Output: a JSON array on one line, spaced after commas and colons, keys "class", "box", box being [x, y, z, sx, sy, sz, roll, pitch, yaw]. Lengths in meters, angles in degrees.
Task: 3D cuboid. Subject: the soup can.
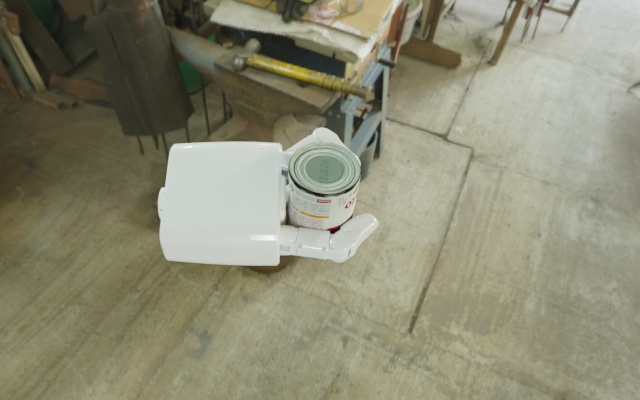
[{"class": "soup can", "box": [0.001, 0.001, 0.466, 0.068, 0.068, 0.102, 0, -40, -5]}]
